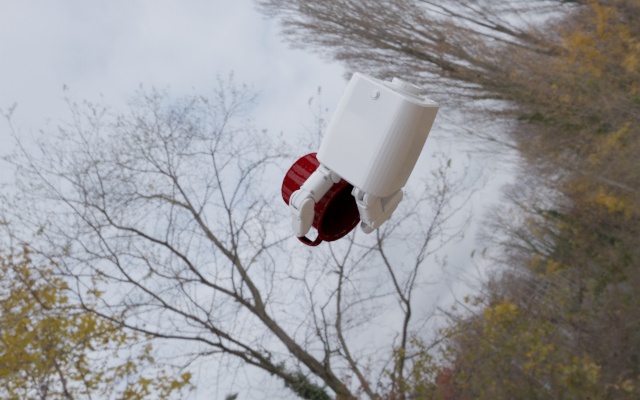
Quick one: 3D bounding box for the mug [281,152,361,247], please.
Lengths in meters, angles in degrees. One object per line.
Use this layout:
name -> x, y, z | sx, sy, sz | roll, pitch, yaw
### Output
mug -> -0.001, 0.003, 0.605 | 0.081, 0.117, 0.093 | 38, 22, 32
